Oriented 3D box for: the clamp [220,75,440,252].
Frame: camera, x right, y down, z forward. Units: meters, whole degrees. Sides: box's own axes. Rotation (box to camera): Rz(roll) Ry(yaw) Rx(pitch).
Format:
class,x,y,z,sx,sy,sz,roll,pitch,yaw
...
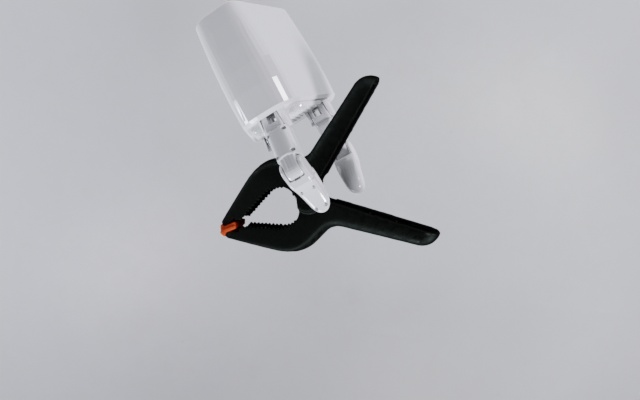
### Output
class,x,y,z,sx,sy,sz,roll,pitch,yaw
clamp,-0.001,0.002,0.463,0.210,0.164,0.036,-29,-2,17
